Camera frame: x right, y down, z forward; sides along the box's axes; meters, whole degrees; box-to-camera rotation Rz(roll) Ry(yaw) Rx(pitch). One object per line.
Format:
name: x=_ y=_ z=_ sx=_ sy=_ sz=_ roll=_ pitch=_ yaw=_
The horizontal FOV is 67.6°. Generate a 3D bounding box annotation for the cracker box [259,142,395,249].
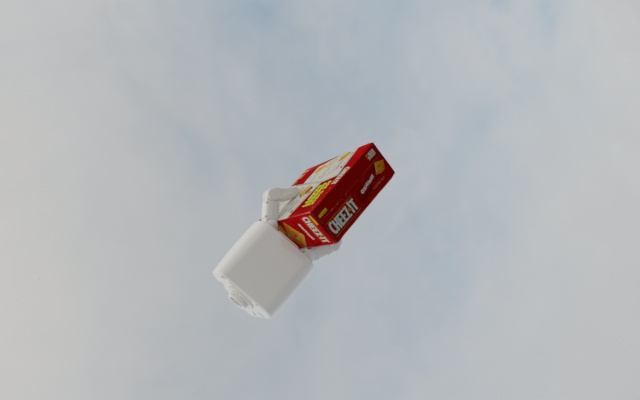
cracker box: x=0.000 y=0.002 z=0.790 sx=0.164 sy=0.072 sz=0.214 roll=-49 pitch=17 yaw=-27
